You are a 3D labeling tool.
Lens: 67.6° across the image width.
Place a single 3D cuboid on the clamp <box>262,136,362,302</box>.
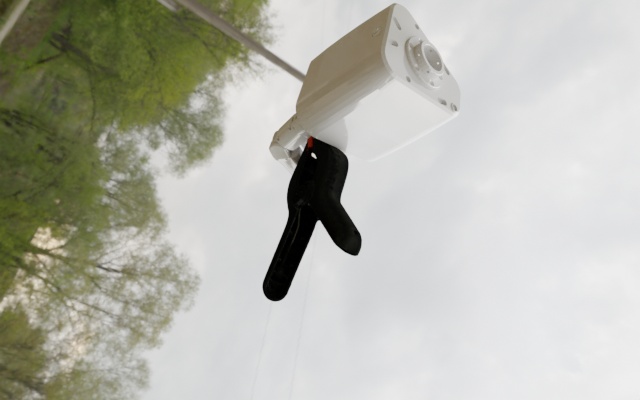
[{"bbox_3d":[0.000,0.002,0.438,0.039,0.171,0.120,31,-37,-33],"label":"clamp"}]
